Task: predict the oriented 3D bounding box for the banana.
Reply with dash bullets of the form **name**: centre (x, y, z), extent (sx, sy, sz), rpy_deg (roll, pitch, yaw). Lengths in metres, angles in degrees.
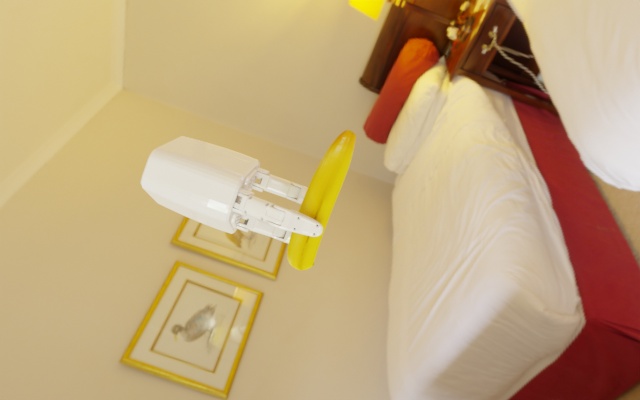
- **banana**: centre (-0.005, 0.012, 0.563), extent (0.037, 0.198, 0.069), rpy_deg (21, 27, 3)
